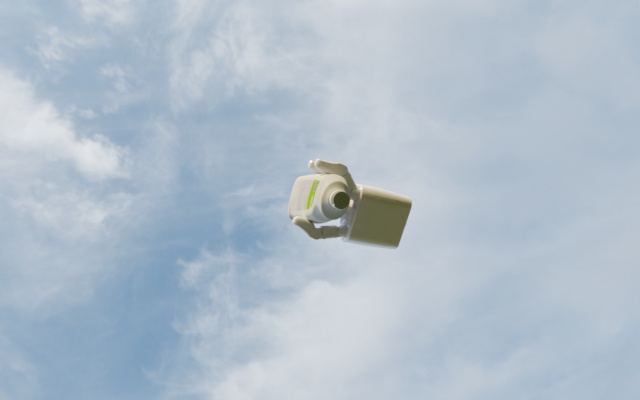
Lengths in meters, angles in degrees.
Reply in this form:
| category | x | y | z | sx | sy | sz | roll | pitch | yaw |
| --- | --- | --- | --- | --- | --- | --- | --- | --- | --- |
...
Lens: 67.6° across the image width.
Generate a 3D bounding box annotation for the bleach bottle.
| category | x | y | z | sx | sy | sz | roll | pitch | yaw |
| --- | --- | --- | --- | --- | --- | --- | --- | --- | --- |
| bleach bottle | 0.000 | 0.003 | 0.872 | 0.068 | 0.102 | 0.251 | 11 | 0 | -15 |
